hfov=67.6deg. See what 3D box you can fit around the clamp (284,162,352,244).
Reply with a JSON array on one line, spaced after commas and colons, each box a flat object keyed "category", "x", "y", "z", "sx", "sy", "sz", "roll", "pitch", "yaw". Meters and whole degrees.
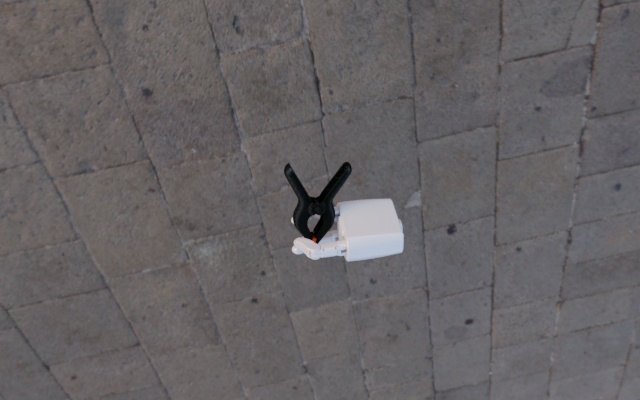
[{"category": "clamp", "x": 0.000, "y": 0.003, "z": 0.864, "sx": 0.120, "sy": 0.172, "sz": 0.039, "roll": -7, "pitch": 32, "yaw": -6}]
